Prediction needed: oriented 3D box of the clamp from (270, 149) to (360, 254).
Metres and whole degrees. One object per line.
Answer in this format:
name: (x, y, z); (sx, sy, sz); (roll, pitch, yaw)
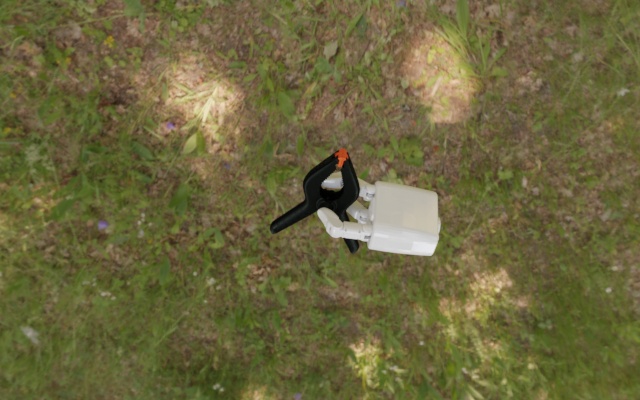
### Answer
clamp: (0.000, 0.003, 0.809); (0.164, 0.210, 0.036); (8, 40, -1)
